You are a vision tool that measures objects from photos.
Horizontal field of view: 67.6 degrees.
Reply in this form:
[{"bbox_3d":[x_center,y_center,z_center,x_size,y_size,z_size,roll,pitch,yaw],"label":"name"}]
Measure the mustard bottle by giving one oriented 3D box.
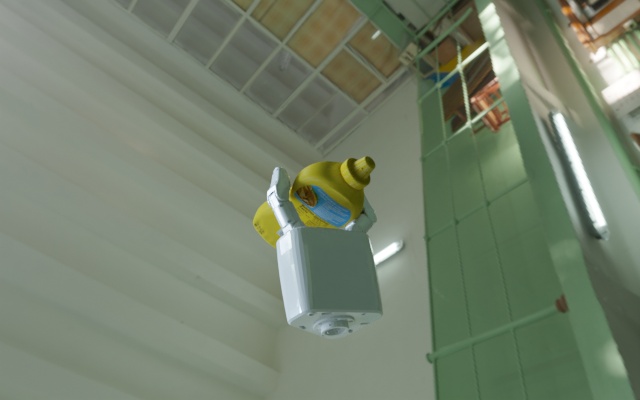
[{"bbox_3d":[0.000,0.002,0.633,0.096,0.058,0.192,38,-52,-18],"label":"mustard bottle"}]
